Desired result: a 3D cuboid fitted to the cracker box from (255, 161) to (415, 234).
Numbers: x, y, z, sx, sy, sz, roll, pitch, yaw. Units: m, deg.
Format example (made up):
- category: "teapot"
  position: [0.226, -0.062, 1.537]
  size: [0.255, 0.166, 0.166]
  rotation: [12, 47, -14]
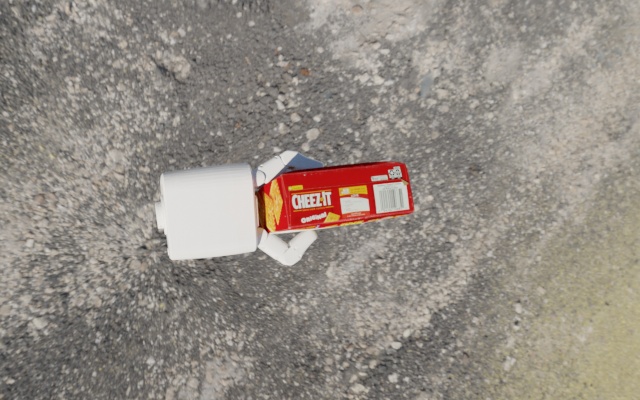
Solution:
- category: "cracker box"
  position: [0.000, 0.002, 0.649]
  size: [0.164, 0.072, 0.214]
  rotation: [-7, -3, -20]
